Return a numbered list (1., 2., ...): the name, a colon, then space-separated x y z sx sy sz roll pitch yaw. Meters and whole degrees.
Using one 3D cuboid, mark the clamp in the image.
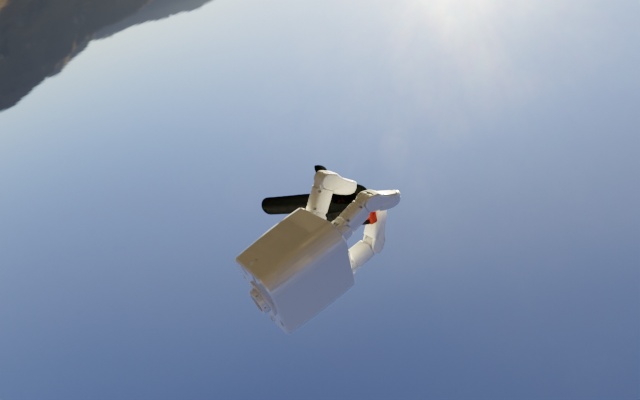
1. clamp: 0.000 0.003 0.648 0.120 0.039 0.171 -36 32 -20
